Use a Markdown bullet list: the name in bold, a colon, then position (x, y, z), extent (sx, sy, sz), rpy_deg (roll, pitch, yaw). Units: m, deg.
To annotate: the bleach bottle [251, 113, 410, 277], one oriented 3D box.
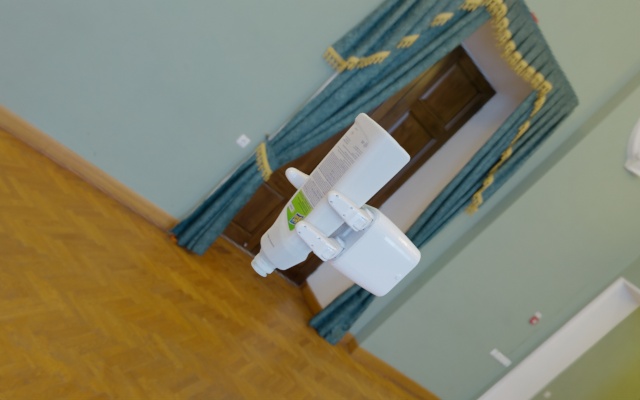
- **bleach bottle**: position (0.000, 0.002, 0.643), extent (0.068, 0.251, 0.102), rpy_deg (40, 10, -29)
